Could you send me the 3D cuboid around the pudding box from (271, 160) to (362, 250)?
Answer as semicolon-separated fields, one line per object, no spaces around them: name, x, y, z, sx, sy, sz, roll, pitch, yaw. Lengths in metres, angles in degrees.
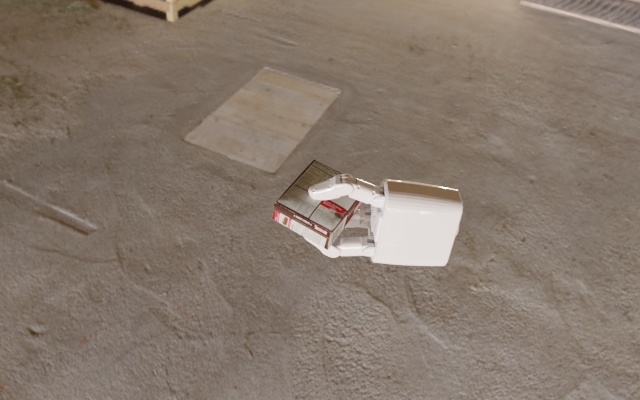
pudding box;0.000;0.002;0.659;0.090;0.039;0.113;28;45;13
